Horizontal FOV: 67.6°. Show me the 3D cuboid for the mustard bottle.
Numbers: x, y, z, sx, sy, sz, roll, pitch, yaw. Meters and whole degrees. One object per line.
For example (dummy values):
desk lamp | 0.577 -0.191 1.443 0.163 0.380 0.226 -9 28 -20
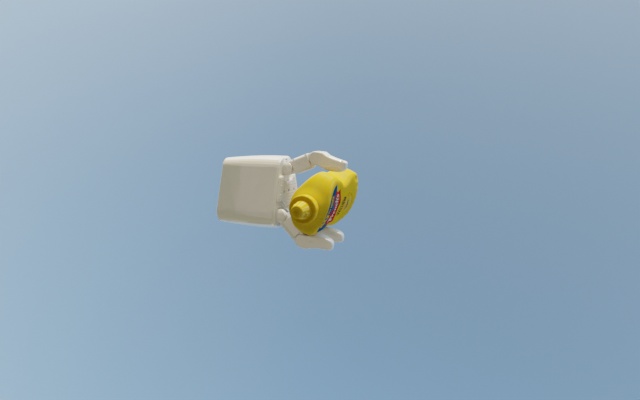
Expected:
mustard bottle | 0.001 0.002 0.726 0.058 0.096 0.191 28 16 15
